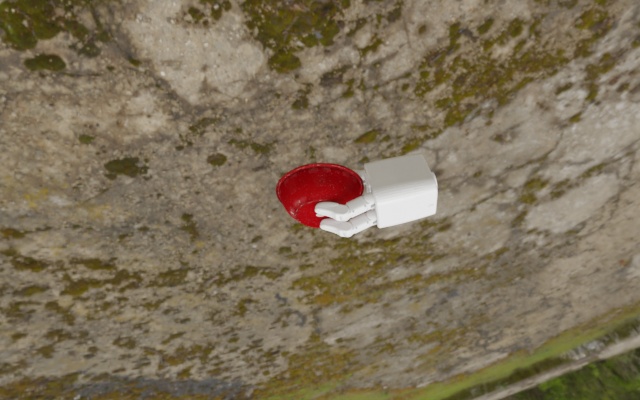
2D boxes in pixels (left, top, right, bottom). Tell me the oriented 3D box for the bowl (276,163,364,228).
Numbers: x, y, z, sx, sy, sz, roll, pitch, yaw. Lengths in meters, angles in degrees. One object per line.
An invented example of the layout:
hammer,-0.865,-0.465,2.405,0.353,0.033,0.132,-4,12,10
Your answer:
bowl,-0.001,0.004,0.856,0.162,0.055,0.162,-2,-34,-1
